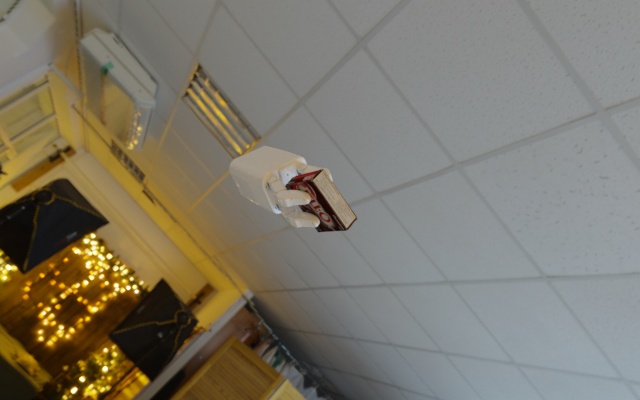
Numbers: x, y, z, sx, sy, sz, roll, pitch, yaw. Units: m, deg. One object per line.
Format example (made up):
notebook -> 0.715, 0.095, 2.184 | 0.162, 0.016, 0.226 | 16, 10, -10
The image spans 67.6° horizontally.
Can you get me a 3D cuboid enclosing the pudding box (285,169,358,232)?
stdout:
pudding box -> 0.000, 0.003, 0.839 | 0.039, 0.113, 0.090 | -47, 20, -27
